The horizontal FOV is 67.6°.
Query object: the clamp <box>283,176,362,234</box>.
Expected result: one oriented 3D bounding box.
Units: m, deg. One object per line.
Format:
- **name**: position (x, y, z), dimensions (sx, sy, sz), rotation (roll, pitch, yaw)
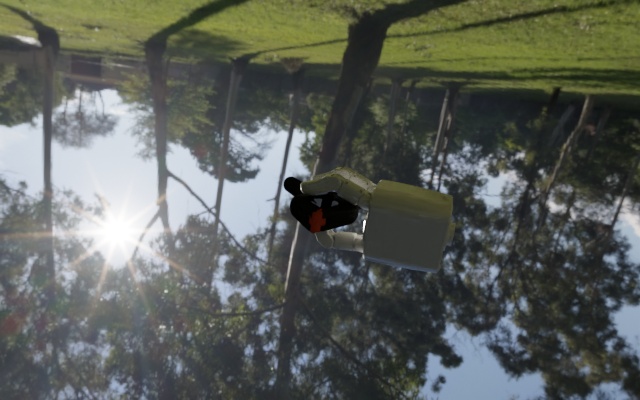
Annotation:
- **clamp**: position (0.000, 0.003, 0.690), dimensions (0.164, 0.036, 0.210), rotation (10, 15, 13)
